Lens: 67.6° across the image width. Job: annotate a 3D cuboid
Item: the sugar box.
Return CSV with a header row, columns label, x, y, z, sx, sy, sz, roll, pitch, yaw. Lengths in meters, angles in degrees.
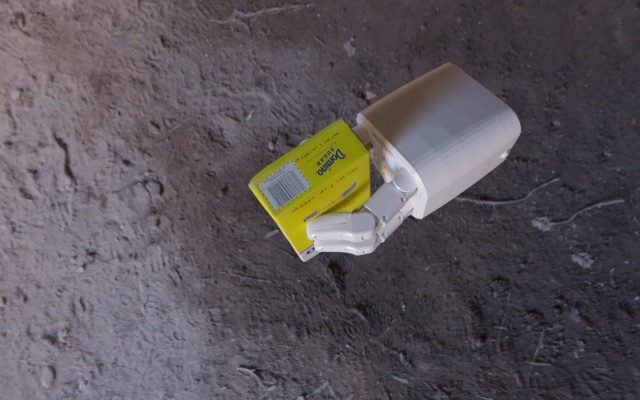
label,x,y,z,sx,sy,sz,roll,pitch,yaw
sugar box,0.000,0.002,0.450,0.093,0.048,0.176,-34,-21,-5
